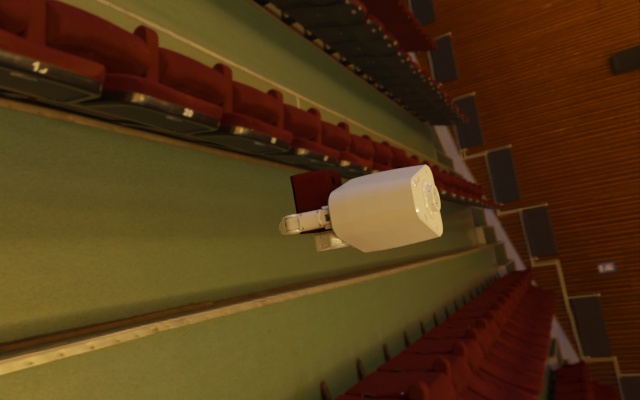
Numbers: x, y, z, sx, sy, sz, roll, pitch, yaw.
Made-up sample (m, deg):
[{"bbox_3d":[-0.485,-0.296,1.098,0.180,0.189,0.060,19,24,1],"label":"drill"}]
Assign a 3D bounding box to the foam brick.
[{"bbox_3d":[0.000,0.002,0.627,0.051,0.078,0.053,-13,-7,26],"label":"foam brick"}]
